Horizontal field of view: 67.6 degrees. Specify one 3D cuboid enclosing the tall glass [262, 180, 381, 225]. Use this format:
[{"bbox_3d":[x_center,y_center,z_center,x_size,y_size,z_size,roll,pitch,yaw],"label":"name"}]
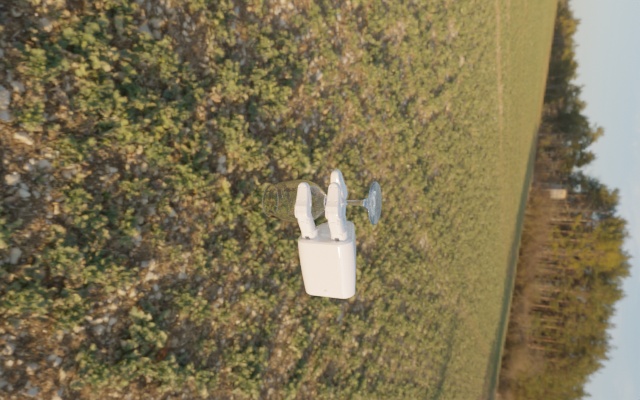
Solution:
[{"bbox_3d":[0.001,0.003,0.837,0.201,0.079,0.079,2,1,22],"label":"tall glass"}]
